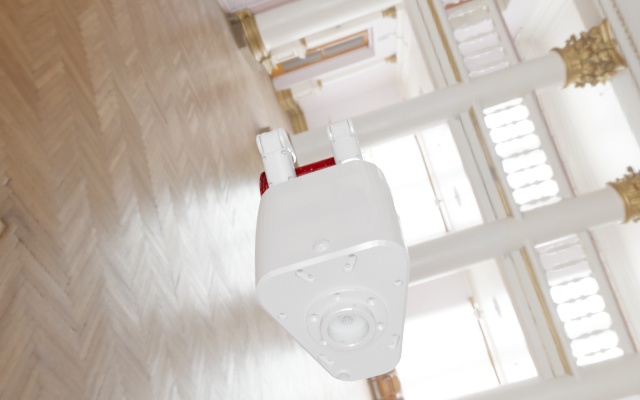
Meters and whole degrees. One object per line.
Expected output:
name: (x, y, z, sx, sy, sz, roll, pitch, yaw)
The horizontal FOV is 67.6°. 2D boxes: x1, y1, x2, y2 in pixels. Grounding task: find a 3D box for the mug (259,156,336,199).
mug: (0.000, 0.001, 0.433, 0.081, 0.093, 0.117, -17, 29, 7)
